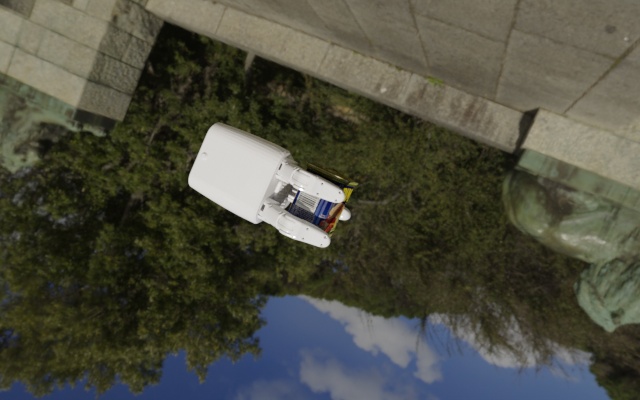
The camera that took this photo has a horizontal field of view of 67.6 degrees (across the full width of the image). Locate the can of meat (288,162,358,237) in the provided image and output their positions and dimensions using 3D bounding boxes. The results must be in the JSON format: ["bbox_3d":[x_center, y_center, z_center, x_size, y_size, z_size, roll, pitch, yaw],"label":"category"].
[{"bbox_3d":[0.000,0.002,0.611,0.057,0.084,0.102,26,6,13],"label":"can of meat"}]
